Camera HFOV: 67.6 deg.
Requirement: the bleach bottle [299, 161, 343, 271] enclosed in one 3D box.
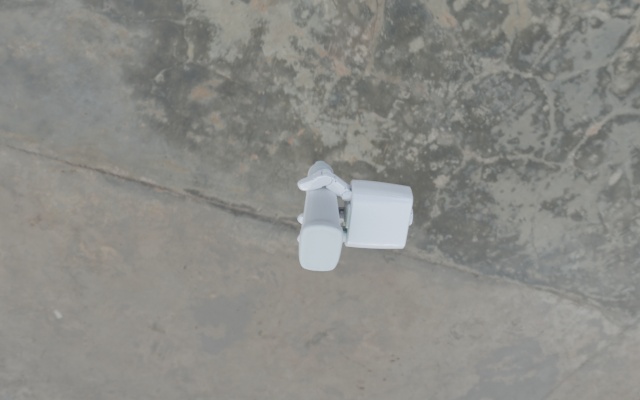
[{"bbox_3d":[0.000,0.003,0.846,0.068,0.103,0.250,5,38,-3],"label":"bleach bottle"}]
